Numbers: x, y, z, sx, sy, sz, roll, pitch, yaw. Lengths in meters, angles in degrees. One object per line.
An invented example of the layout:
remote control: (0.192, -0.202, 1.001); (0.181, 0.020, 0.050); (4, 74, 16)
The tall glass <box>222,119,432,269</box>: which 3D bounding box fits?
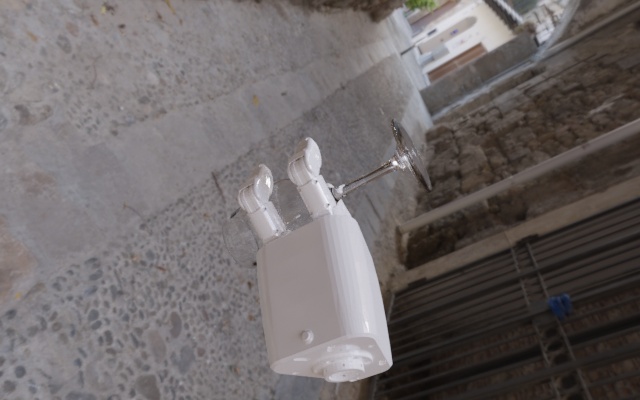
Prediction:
tall glass: (0.001, 0.001, 0.465); (0.201, 0.079, 0.079); (-27, -10, 21)
